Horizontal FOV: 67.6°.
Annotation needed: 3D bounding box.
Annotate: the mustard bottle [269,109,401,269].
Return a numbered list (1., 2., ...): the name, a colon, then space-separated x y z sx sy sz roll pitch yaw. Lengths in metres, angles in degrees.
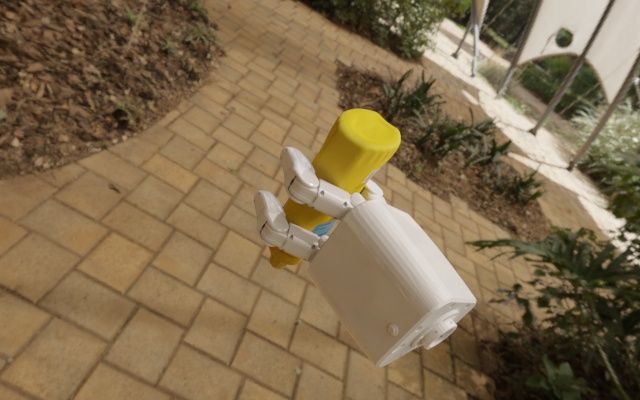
1. mustard bottle: 0.000 0.001 0.476 0.058 0.192 0.096 40 30 8
